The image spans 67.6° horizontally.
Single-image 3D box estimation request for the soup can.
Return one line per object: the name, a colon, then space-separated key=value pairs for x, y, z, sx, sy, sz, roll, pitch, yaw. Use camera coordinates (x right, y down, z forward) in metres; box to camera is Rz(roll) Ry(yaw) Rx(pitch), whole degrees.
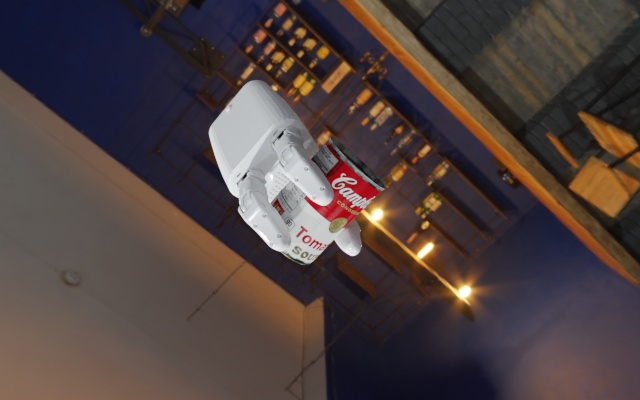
soup can: x=0.000 y=0.002 z=0.443 sx=0.068 sy=0.102 sz=0.068 roll=41 pitch=13 yaw=-11
